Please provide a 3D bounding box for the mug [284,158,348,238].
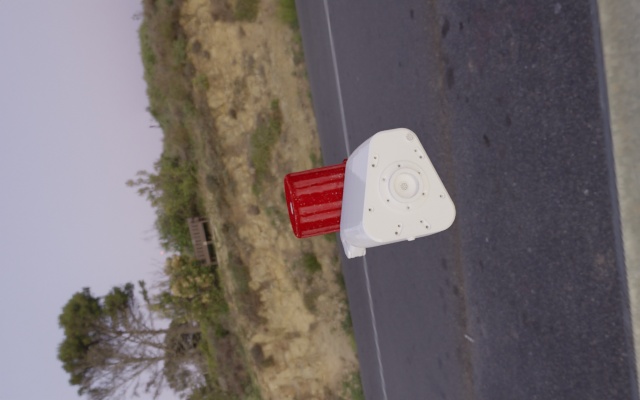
[{"bbox_3d":[0.000,0.002,0.604,0.081,0.093,0.117,-11,-6,-9],"label":"mug"}]
